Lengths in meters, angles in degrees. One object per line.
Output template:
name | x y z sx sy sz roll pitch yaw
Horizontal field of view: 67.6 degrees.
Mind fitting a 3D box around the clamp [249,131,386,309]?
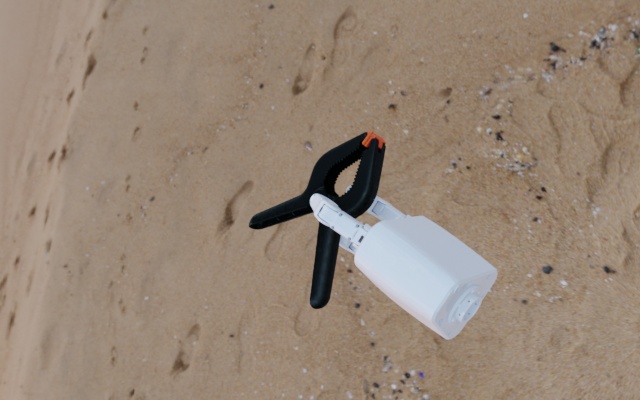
clamp | 0.000 0.001 0.587 0.164 0.210 0.036 37 11 36
